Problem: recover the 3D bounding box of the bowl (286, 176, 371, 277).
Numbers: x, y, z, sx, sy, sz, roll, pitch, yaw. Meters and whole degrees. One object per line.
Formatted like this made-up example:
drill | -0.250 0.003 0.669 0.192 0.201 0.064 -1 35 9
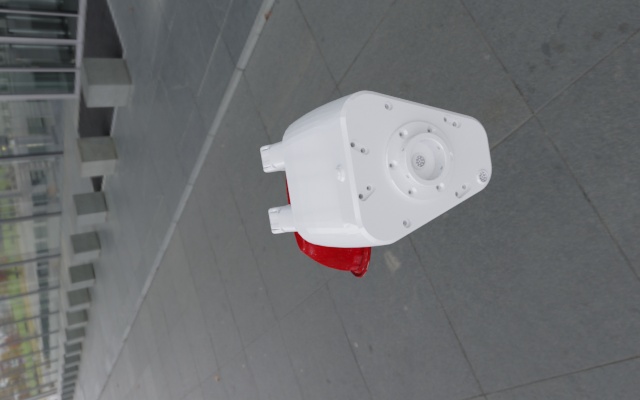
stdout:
bowl | -0.001 0.002 0.480 0.055 0.162 0.162 -9 2 -10
